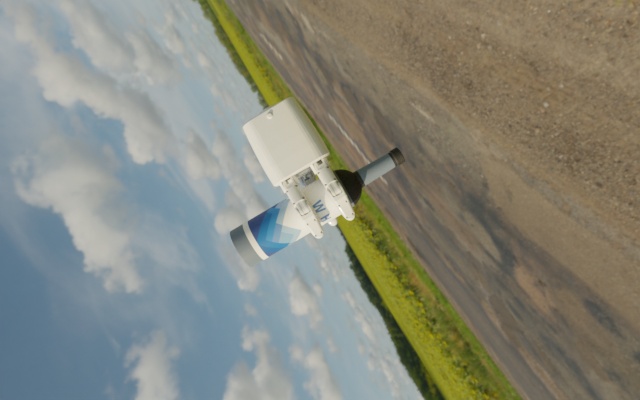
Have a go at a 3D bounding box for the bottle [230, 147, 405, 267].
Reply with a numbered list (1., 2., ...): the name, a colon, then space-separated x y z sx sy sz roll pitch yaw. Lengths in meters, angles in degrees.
1. bottle: 0.000 0.003 0.755 0.296 0.069 0.069 -31 -1 1
